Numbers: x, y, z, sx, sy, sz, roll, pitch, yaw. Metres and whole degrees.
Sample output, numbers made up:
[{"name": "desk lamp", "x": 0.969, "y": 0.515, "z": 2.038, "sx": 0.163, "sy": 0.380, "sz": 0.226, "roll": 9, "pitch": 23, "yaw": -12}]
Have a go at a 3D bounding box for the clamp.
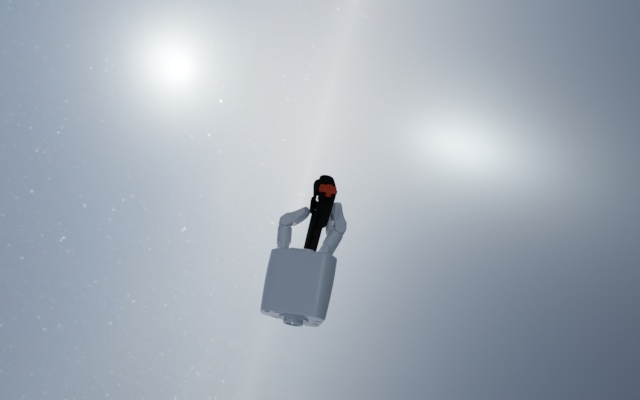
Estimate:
[{"name": "clamp", "x": -0.001, "y": 0.003, "z": 0.861, "sx": 0.036, "sy": 0.164, "sz": 0.210, "roll": 9, "pitch": -25, "yaw": -5}]
